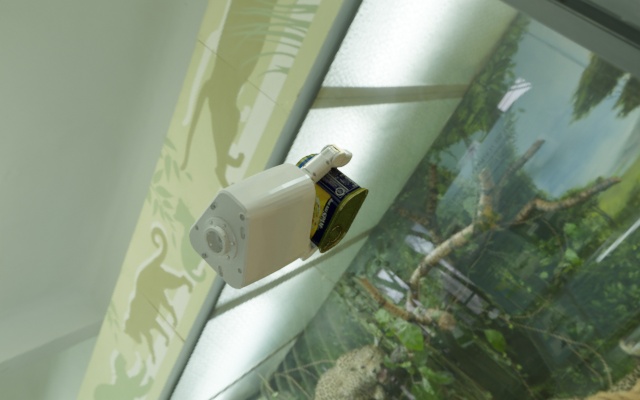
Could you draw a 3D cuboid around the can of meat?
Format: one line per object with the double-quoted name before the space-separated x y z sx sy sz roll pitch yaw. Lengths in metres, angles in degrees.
"can of meat" 0.000 0.002 0.608 0.084 0.102 0.057 40 40 19
